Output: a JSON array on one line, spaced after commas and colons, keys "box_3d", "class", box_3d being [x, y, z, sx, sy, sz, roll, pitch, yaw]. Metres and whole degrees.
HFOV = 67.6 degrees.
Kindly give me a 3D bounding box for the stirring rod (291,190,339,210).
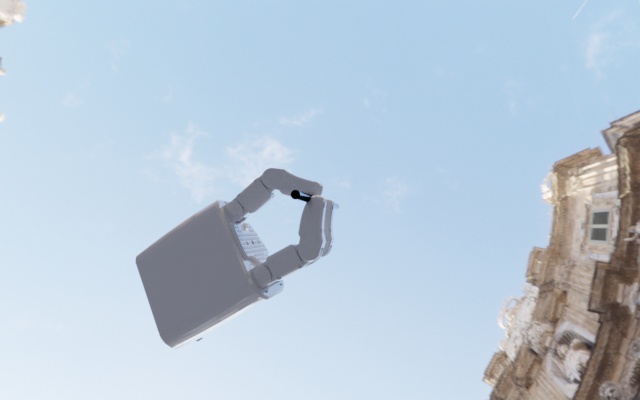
[{"box_3d": [0.000, 0.002, 0.505, 0.011, 0.011, 0.239, 0, -3, 10], "class": "stirring rod"}]
